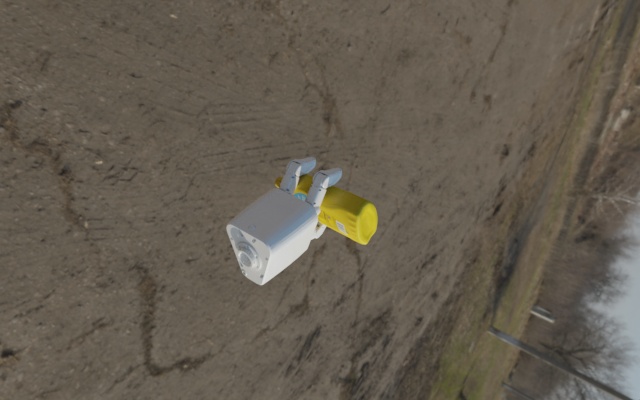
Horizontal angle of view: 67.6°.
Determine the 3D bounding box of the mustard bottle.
[{"bbox_3d":[0.001,0.002,0.799,0.191,0.058,0.096,25,-22,28],"label":"mustard bottle"}]
